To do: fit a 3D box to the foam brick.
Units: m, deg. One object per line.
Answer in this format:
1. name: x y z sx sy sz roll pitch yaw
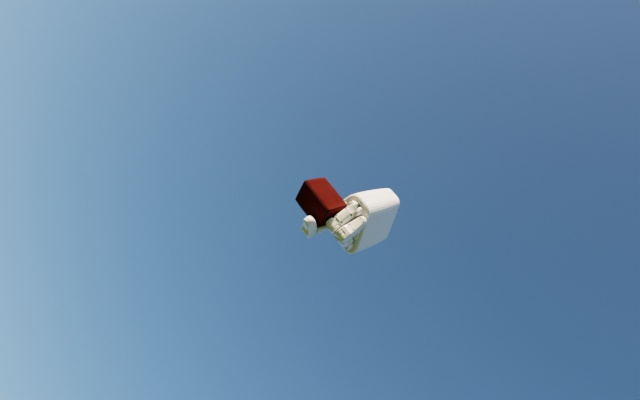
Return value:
1. foam brick: 0.000 0.003 0.895 0.051 0.078 0.053 -16 -32 -42
